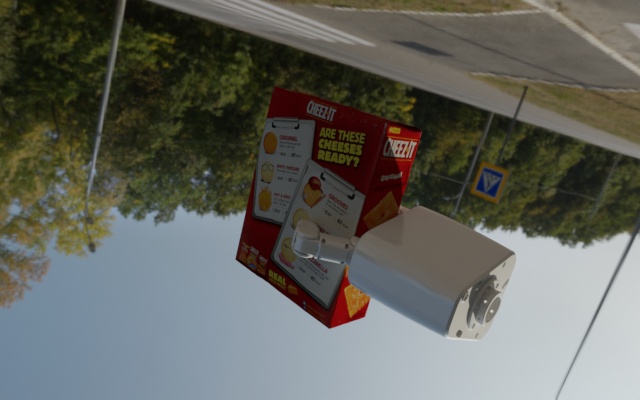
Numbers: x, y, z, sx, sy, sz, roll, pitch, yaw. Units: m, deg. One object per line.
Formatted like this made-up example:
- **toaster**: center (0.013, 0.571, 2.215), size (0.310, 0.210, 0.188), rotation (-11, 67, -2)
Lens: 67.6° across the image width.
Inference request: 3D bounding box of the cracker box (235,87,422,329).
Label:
- **cracker box**: center (0.000, 0.002, 0.522), size (0.164, 0.214, 0.072), rotation (27, 19, 39)
